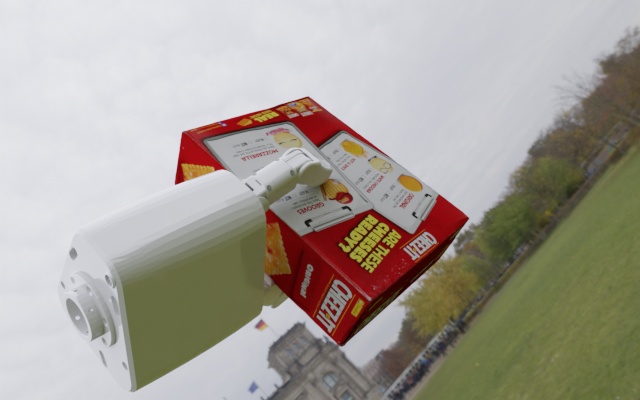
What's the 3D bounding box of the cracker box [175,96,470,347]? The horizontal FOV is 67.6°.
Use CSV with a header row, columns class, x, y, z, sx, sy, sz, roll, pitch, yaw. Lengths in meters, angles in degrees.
class,x,y,z,sx,sy,sz,roll,pitch,yaw
cracker box,0.000,0.001,0.435,0.213,0.072,0.164,41,42,21
